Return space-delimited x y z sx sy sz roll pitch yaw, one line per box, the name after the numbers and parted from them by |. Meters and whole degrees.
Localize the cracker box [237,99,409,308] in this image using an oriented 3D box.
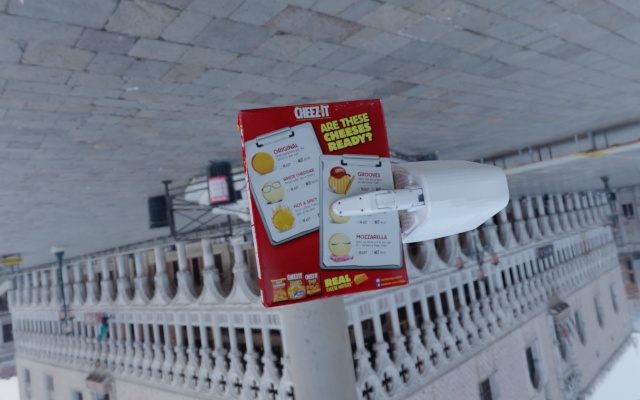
0.000 0.002 0.547 0.164 0.213 0.072 -7 -5 -13 | cracker box
